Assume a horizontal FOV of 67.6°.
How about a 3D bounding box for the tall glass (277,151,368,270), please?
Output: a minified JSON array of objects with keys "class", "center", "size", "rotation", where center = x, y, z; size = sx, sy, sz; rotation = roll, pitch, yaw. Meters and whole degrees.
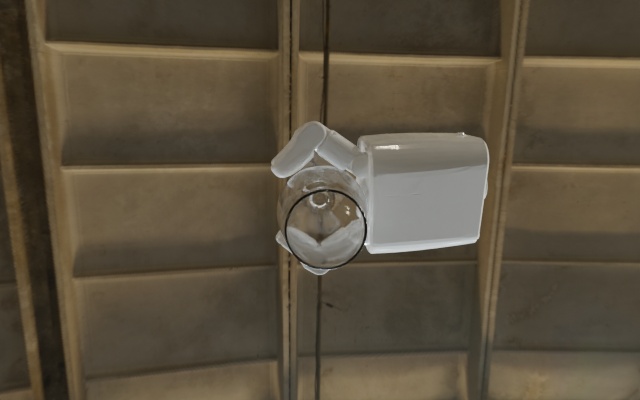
[{"class":"tall glass","center":[0.000,0.001,0.448],"size":[0.079,0.079,0.201],"rotation":[0,12,-2]}]
